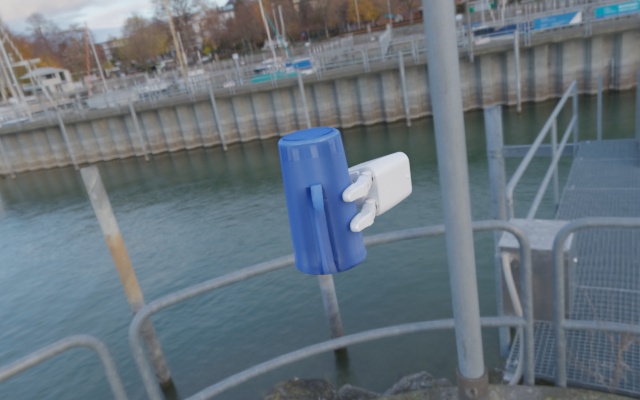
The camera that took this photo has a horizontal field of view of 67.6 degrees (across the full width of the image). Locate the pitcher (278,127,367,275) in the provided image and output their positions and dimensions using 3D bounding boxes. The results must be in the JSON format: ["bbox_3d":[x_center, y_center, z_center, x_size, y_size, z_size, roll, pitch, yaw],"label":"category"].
[{"bbox_3d":[0.000,0.003,0.835,0.145,0.243,0.149,-26,23,-38],"label":"pitcher"}]
